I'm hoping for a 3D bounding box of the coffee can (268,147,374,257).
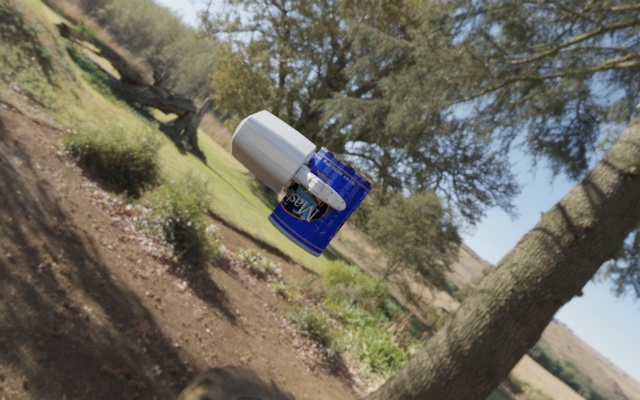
[{"bbox_3d":[0.000,0.003,0.746,0.103,0.140,0.103,38,2,-2],"label":"coffee can"}]
